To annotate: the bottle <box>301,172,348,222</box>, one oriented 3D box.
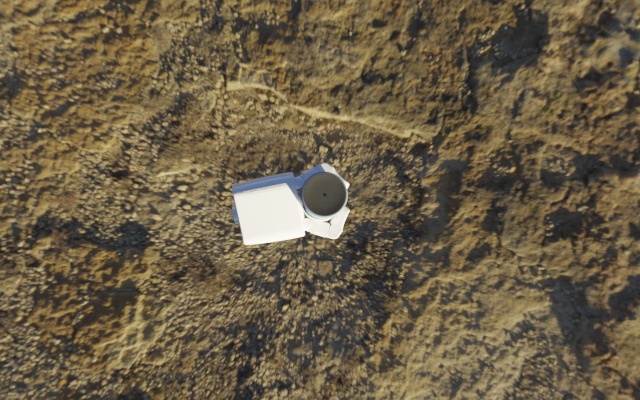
[{"bbox_3d":[0.000,0.003,0.826,0.069,0.069,0.296,0,-4,-2],"label":"bottle"}]
